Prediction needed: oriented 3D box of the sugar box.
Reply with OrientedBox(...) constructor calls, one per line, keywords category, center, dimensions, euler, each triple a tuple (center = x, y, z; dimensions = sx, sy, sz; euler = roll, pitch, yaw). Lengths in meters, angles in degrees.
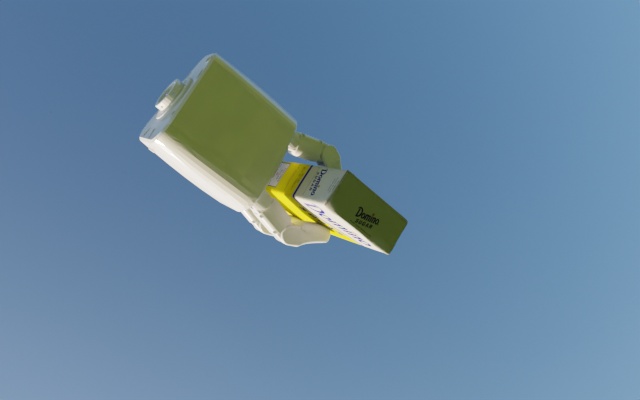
OrientedBox(category="sugar box", center=(0.000, 0.002, 0.510), dimensions=(0.093, 0.048, 0.176), euler=(38, -10, -29))
